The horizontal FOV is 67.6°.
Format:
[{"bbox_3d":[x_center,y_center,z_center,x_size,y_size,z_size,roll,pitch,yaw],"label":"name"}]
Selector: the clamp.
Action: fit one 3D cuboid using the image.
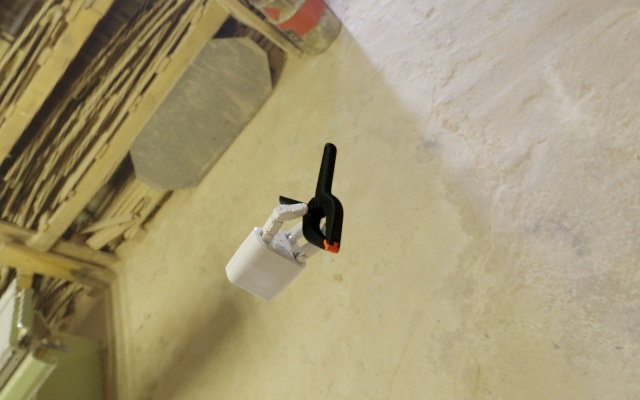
[{"bbox_3d":[0.000,0.003,0.853,0.036,0.164,0.209,22,27,-35],"label":"clamp"}]
